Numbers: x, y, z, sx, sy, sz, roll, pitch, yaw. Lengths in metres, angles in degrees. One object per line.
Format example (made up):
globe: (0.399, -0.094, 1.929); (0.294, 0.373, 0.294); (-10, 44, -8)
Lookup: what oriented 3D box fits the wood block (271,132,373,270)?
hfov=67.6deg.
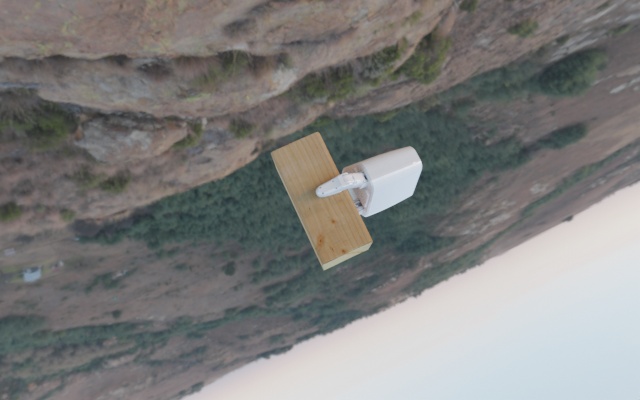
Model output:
wood block: (0.001, 0.003, 0.812); (0.090, 0.206, 0.091); (-25, -13, -5)
